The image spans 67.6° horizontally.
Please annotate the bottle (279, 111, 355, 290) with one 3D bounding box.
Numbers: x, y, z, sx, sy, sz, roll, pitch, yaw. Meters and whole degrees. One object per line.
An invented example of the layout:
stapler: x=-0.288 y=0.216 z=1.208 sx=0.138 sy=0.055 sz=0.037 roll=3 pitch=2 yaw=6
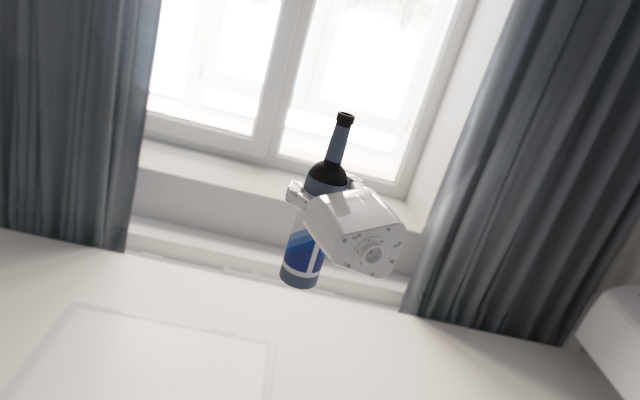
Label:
bottle: x=0.000 y=0.003 z=0.763 sx=0.069 sy=0.296 sz=0.069 roll=14 pitch=22 yaw=-6
